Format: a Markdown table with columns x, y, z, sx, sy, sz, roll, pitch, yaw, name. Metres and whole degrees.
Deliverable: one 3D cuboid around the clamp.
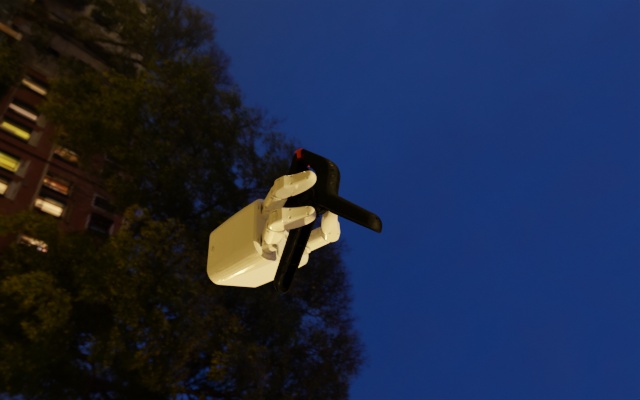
| x | y | z | sx | sy | sz | roll | pitch | yaw | name |
| --- | --- | --- | --- | --- | --- | --- | --- | --- | --- |
| 0.000 | 0.002 | 0.633 | 0.164 | 0.209 | 0.036 | -29 | -45 | 27 | clamp |
